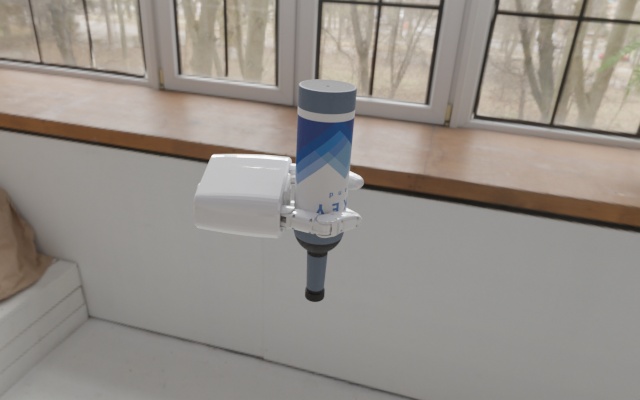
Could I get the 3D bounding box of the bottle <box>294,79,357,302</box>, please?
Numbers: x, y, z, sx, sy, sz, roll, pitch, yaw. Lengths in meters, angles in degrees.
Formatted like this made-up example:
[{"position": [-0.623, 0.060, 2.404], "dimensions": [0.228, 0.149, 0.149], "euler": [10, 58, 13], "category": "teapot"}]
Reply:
[{"position": [0.000, 0.002, 0.605], "dimensions": [0.069, 0.296, 0.069], "euler": [3, 26, -1], "category": "bottle"}]
